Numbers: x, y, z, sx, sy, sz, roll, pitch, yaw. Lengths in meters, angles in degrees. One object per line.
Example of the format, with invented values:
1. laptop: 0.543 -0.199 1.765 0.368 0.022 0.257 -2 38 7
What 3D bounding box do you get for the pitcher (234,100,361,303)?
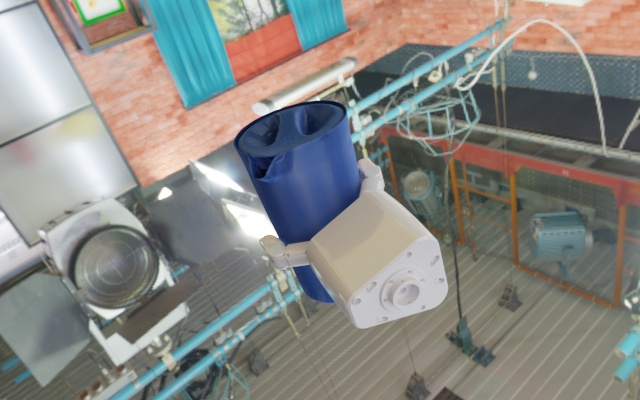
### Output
1. pitcher: 0.000 0.002 0.603 0.149 0.243 0.145 -24 31 -10
